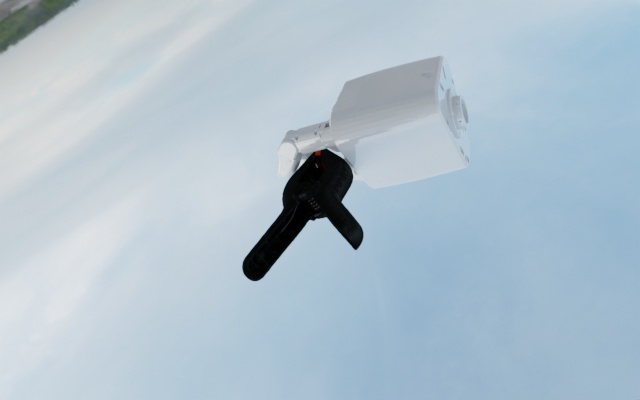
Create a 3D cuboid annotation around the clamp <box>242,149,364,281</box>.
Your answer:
[{"bbox_3d":[0.000,0.002,0.460,0.120,0.039,0.171,-10,40,29],"label":"clamp"}]
